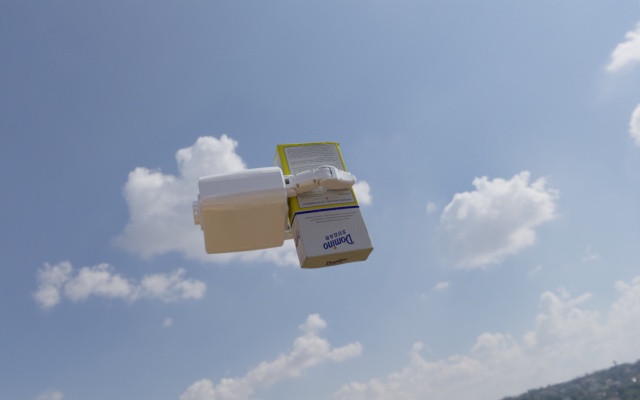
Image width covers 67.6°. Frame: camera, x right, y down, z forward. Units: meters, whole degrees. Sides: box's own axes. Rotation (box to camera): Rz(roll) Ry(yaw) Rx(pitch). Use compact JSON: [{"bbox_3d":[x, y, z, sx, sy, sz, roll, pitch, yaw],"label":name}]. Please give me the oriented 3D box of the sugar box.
[{"bbox_3d":[0.000,0.002,0.646,0.093,0.176,0.048,-5,-29,-18],"label":"sugar box"}]
